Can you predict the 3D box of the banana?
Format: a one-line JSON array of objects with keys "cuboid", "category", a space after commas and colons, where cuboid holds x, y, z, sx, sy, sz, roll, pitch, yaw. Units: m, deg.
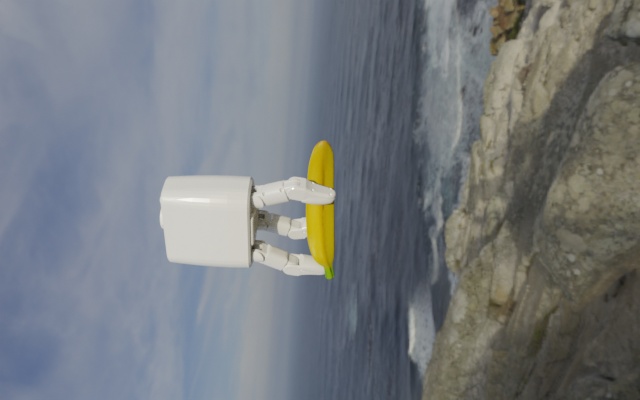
[{"cuboid": [0.000, -0.001, 0.625, 0.037, 0.197, 0.070, 0, -20, 0], "category": "banana"}]
